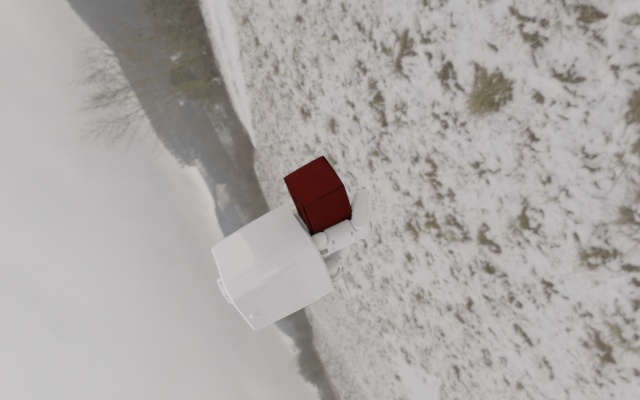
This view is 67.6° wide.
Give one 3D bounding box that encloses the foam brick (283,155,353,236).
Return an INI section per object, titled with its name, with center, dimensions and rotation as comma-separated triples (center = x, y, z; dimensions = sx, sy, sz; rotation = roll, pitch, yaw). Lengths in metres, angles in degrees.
[foam brick]
center = 0.000, 0.001, 0.529
dimensions = 0.051, 0.053, 0.078
rotation = -28, -40, -7
